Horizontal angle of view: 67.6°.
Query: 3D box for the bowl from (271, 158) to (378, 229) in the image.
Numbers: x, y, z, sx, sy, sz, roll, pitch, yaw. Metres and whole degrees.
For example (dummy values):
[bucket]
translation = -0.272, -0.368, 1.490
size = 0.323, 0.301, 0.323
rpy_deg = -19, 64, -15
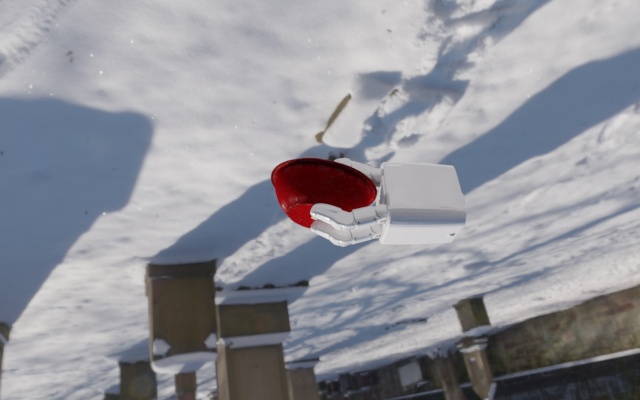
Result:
[bowl]
translation = -0.001, 0.003, 0.702
size = 0.162, 0.055, 0.162
rpy_deg = 9, -26, 5
